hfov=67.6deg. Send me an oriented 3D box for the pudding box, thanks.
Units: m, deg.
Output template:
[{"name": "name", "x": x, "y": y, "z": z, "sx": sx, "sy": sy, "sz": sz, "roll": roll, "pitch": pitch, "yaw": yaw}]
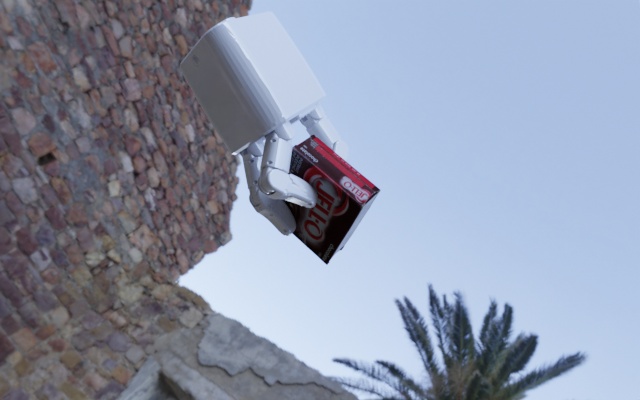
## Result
[{"name": "pudding box", "x": 0.000, "y": 0.001, "z": 0.493, "sx": 0.039, "sy": 0.090, "sz": 0.114, "roll": -39, "pitch": -17, "yaw": -36}]
